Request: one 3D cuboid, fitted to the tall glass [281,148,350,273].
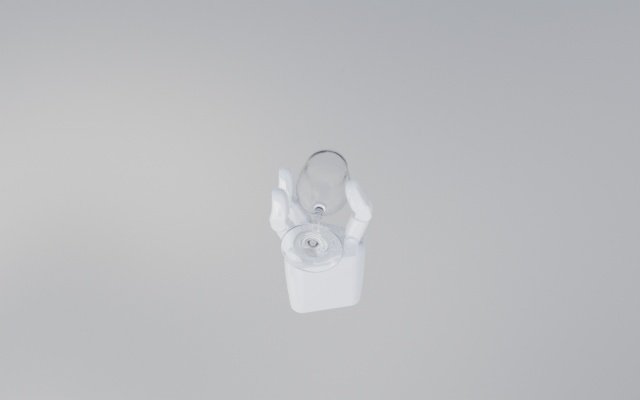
[{"bbox_3d":[0.000,0.002,0.641,0.079,0.079,0.201,0,34,7],"label":"tall glass"}]
